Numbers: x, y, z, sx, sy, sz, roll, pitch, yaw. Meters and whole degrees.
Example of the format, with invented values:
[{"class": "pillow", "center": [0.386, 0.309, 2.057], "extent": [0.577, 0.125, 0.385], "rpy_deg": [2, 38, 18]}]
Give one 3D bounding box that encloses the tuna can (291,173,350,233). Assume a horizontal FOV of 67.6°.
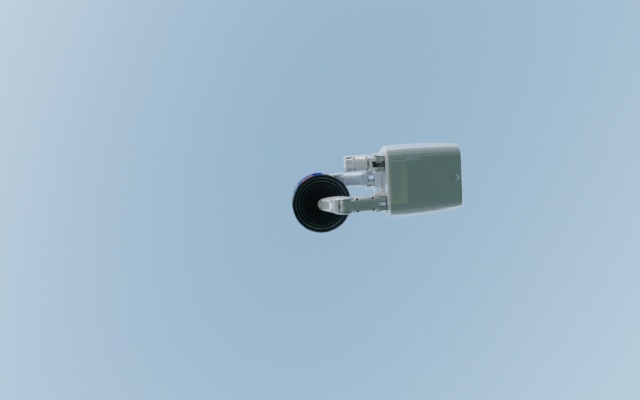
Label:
[{"class": "tuna can", "center": [0.000, 0.002, 0.704], "extent": [0.086, 0.086, 0.033], "rpy_deg": [0, 10, -8]}]
